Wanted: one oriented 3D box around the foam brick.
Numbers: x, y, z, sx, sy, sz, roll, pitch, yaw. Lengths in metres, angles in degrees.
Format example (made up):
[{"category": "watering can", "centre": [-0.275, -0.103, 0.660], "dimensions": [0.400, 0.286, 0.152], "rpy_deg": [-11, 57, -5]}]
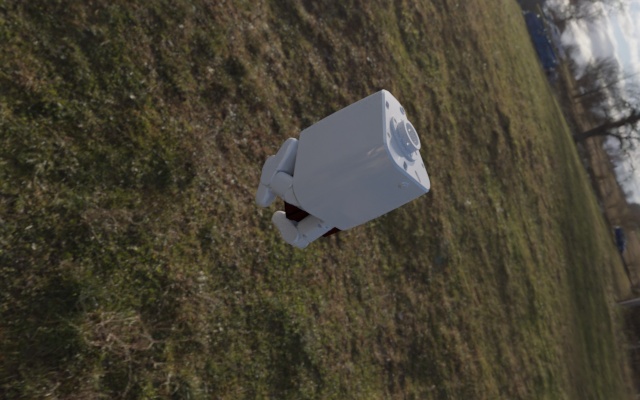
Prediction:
[{"category": "foam brick", "centre": [0.000, 0.002, 0.563], "dimensions": [0.051, 0.053, 0.078], "rpy_deg": [-26, -34, 28]}]
